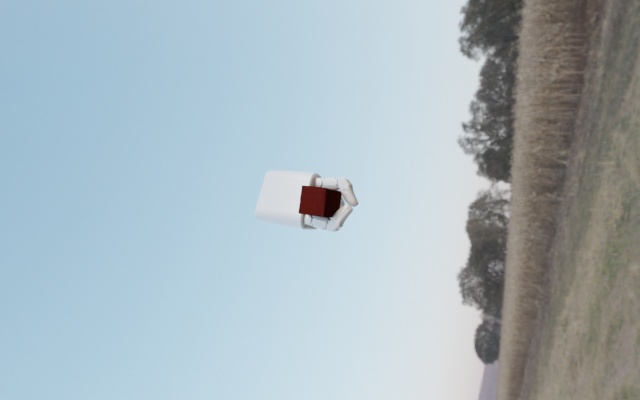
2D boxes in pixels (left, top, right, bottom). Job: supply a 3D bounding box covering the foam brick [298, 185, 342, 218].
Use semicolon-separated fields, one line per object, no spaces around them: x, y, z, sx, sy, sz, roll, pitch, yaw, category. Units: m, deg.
0.000;0.003;0.878;0.051;0.053;0.078;8;-1;23;foam brick
